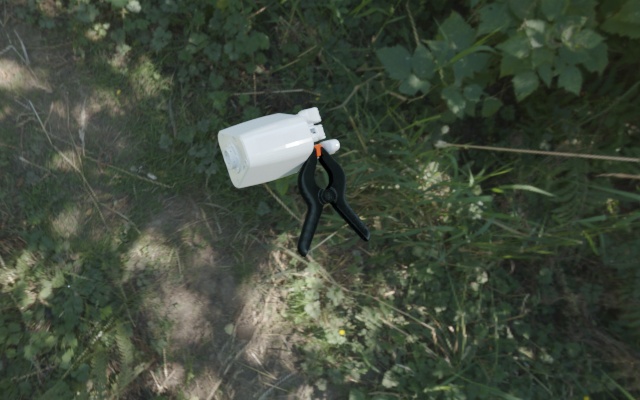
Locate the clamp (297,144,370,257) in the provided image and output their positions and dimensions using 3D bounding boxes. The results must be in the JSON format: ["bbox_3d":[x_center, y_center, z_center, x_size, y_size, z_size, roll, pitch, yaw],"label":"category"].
[{"bbox_3d":[0.000,0.002,0.740,0.120,0.171,0.039,-21,1,-24],"label":"clamp"}]
